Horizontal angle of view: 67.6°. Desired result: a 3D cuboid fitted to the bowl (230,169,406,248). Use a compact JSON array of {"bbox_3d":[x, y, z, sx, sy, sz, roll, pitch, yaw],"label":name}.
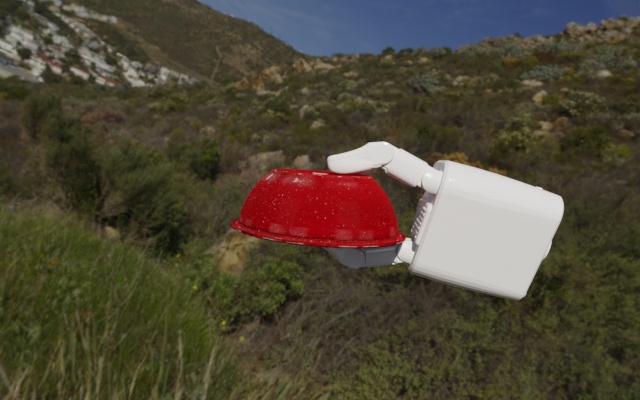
[{"bbox_3d":[-0.001,0.001,0.440,0.162,0.055,0.162,4,6,0],"label":"bowl"}]
